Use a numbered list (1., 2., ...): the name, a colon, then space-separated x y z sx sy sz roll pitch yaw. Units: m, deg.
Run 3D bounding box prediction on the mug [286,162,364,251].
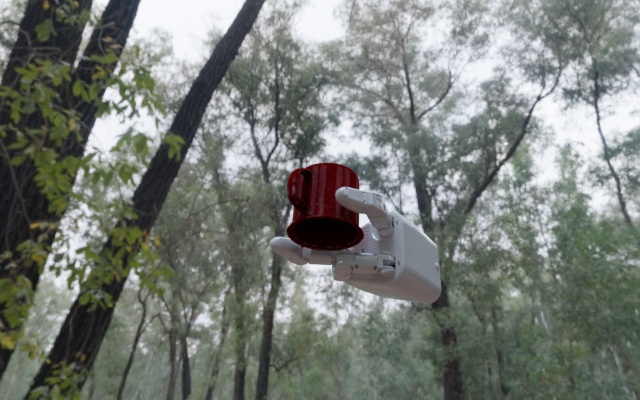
1. mug: -0.001 0.001 0.584 0.093 0.081 0.117 -20 -37 34
